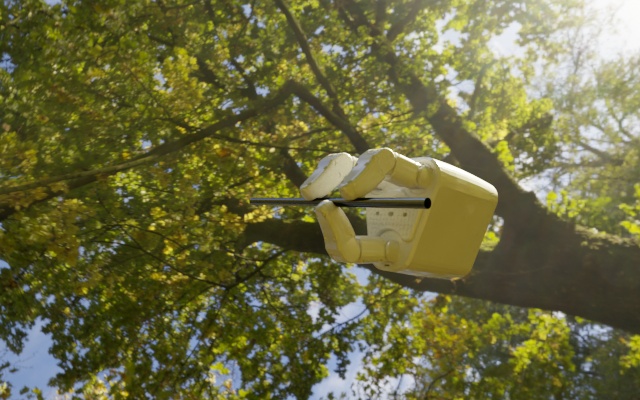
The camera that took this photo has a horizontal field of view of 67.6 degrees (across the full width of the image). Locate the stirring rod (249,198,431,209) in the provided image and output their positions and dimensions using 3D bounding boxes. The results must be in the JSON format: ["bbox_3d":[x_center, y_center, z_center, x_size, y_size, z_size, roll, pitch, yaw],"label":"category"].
[{"bbox_3d":[0.000,0.001,0.425,0.011,0.011,0.239,0,0,-38],"label":"stirring rod"}]
